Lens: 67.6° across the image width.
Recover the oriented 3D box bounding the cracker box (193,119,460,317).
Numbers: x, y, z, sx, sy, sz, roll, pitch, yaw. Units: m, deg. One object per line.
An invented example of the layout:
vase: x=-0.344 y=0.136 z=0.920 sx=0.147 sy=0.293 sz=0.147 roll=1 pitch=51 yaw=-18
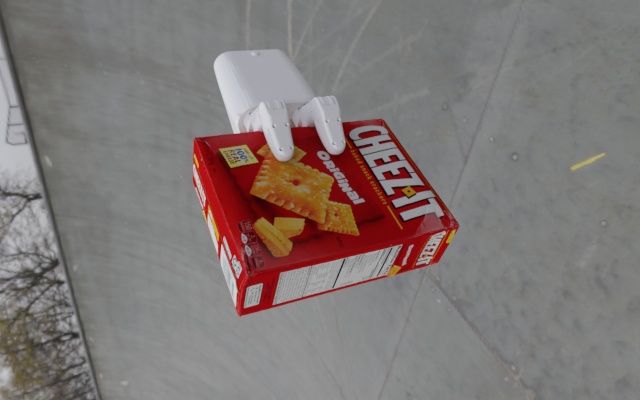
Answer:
cracker box: x=0.000 y=0.002 z=0.467 sx=0.213 sy=0.164 sz=0.072 roll=-10 pitch=-37 yaw=-24
